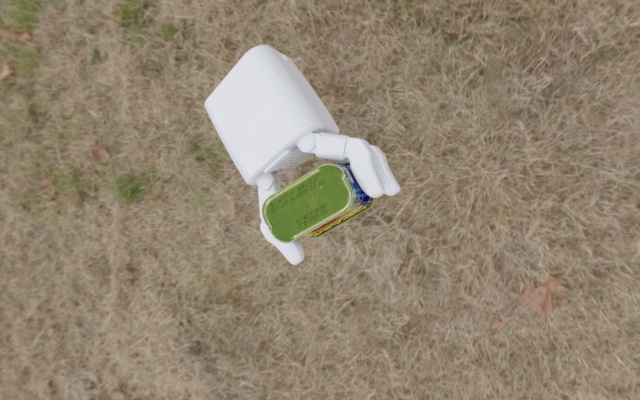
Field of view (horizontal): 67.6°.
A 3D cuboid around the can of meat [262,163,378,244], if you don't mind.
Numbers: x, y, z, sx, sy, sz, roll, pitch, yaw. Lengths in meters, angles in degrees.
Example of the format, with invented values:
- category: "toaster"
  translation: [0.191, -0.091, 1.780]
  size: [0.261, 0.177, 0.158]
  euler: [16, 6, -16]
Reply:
- category: "can of meat"
  translation: [0.000, 0.002, 0.495]
  size: [0.102, 0.057, 0.084]
  euler: [-31, -8, 18]
